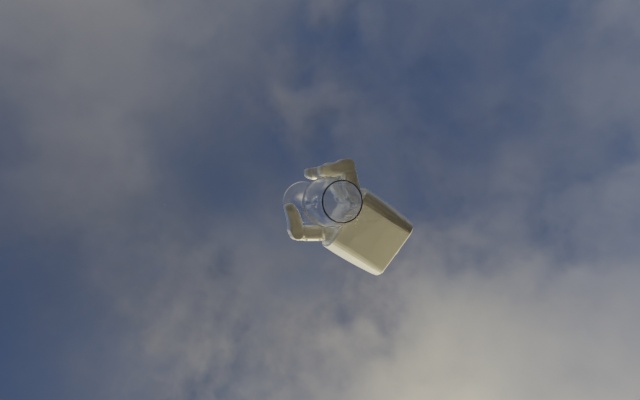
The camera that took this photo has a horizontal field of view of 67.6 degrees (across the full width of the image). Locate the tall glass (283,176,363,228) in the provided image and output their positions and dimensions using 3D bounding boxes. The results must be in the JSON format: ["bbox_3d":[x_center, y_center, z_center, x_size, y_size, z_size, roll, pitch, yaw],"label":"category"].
[{"bbox_3d":[0.000,0.002,0.761,0.079,0.079,0.201,0,-1,-18],"label":"tall glass"}]
